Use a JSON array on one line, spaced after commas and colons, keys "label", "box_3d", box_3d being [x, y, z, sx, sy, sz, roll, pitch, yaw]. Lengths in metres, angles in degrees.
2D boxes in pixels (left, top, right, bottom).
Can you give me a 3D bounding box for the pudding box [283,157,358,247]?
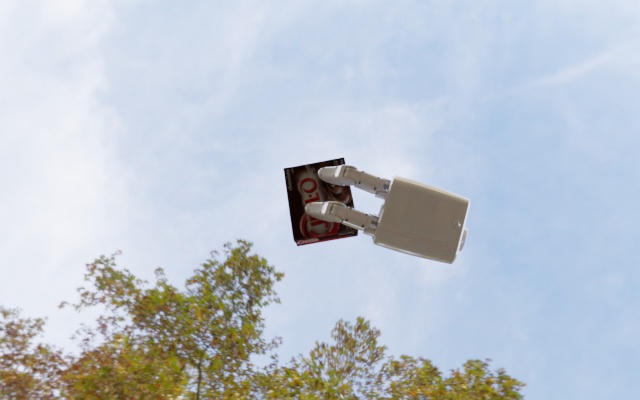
[{"label": "pudding box", "box_3d": [0.000, 0.002, 0.675, 0.090, 0.113, 0.039, -10, -23, 0]}]
